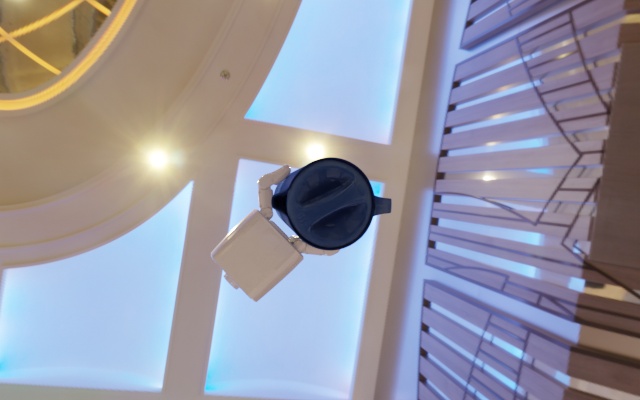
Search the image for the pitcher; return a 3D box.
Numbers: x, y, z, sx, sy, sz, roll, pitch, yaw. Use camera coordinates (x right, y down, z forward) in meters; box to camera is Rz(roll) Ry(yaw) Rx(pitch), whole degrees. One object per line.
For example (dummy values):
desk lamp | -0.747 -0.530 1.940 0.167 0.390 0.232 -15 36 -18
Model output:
pitcher | 0.000 0.003 0.792 0.145 0.149 0.243 -45 11 -8
